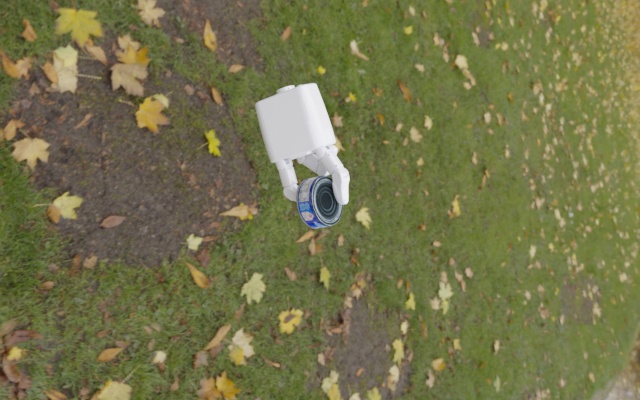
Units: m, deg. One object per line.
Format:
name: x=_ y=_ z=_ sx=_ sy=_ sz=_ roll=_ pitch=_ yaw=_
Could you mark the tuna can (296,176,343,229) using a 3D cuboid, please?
tuna can: x=0.001 y=0.003 z=0.792 sx=0.034 sy=0.086 sz=0.086 roll=-9 pitch=-6 yaw=38
